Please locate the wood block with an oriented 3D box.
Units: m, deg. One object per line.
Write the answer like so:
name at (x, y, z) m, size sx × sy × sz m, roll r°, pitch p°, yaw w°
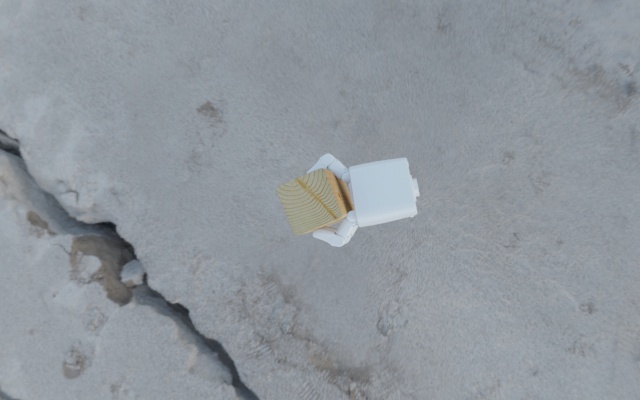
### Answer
wood block at (0.000, 0.002, 0.885) m, size 0.090 × 0.091 × 0.206 m, roll -23°, pitch -5°, yaw 10°
